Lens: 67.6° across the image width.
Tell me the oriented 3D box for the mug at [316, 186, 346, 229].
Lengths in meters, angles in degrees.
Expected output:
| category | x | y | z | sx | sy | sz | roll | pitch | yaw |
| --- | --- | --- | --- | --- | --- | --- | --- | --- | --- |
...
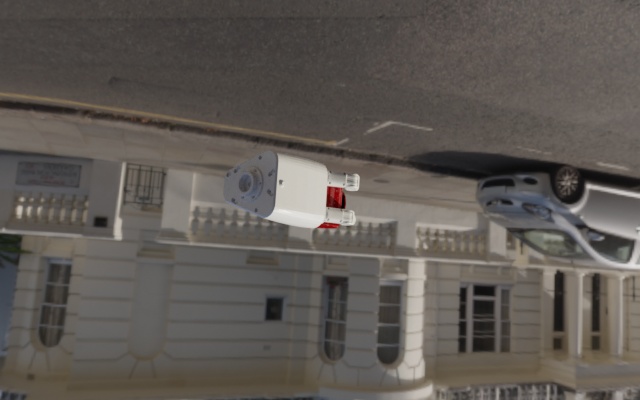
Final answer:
| category | x | y | z | sx | sy | sz | roll | pitch | yaw |
| --- | --- | --- | --- | --- | --- | --- | --- | --- | --- |
| mug | 0.001 | 0.003 | 0.773 | 0.093 | 0.081 | 0.117 | -1 | -9 | 39 |
